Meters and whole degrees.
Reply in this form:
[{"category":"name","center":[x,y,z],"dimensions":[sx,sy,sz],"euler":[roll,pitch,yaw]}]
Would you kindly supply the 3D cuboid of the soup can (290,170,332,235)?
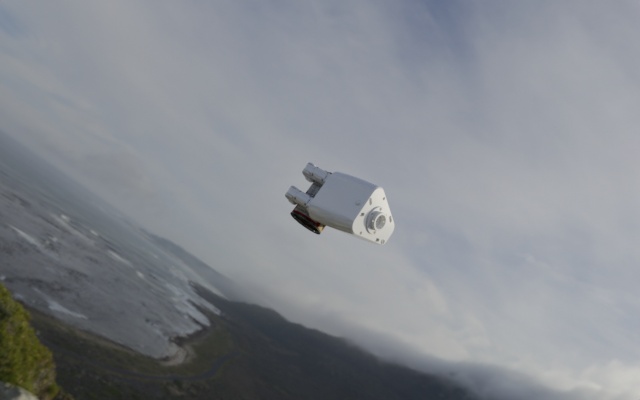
[{"category":"soup can","center":[0.000,0.003,0.892],"dimensions":[0.068,0.102,0.068],"euler":[33,-14,9]}]
